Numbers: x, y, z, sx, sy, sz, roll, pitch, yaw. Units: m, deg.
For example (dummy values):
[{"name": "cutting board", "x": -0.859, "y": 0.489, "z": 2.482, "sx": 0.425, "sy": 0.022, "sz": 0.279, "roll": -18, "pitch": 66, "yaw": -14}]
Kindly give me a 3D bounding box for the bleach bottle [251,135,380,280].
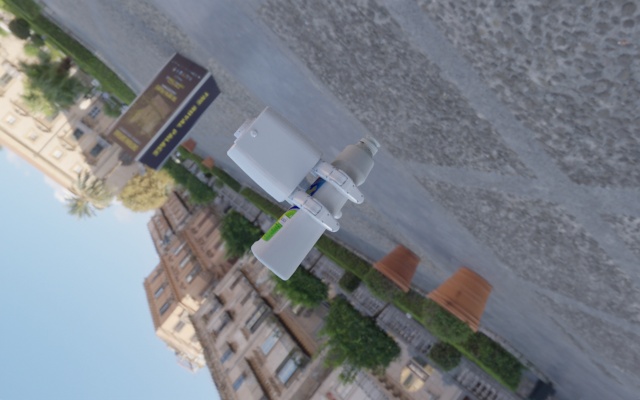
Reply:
[{"name": "bleach bottle", "x": 0.000, "y": 0.002, "z": 0.736, "sx": 0.068, "sy": 0.251, "sz": 0.102, "roll": 41, "pitch": -6, "yaw": -12}]
